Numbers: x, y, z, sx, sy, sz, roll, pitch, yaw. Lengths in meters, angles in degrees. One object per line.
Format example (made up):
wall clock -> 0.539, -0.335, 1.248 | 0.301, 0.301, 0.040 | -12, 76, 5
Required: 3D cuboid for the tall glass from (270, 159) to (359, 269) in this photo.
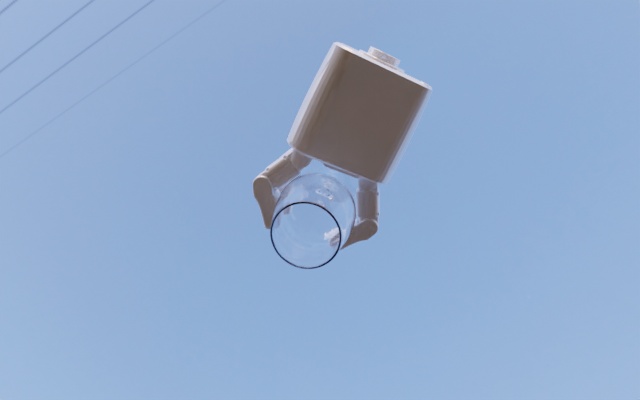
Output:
tall glass -> 0.000, 0.002, 0.498 | 0.079, 0.079, 0.201 | 0, 17, 8
